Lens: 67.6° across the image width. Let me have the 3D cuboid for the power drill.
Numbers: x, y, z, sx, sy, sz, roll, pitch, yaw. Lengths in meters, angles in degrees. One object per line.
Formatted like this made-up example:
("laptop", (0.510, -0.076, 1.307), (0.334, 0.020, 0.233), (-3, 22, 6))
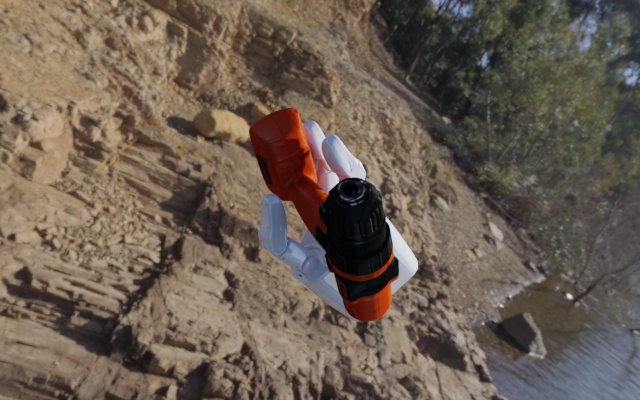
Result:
("power drill", (0.000, 0.001, 0.423), (0.057, 0.187, 0.185), (-26, -36, -11))
